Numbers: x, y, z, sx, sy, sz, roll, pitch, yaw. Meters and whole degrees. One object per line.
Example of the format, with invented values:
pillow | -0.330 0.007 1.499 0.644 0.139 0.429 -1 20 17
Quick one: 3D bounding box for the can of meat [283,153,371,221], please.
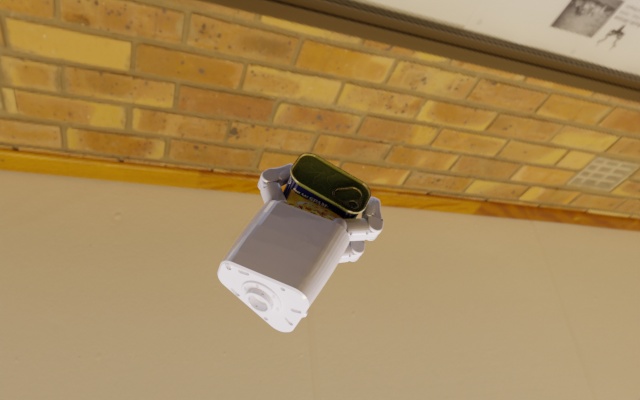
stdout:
can of meat | 0.000 0.002 0.608 0.102 0.057 0.084 30 -43 1
